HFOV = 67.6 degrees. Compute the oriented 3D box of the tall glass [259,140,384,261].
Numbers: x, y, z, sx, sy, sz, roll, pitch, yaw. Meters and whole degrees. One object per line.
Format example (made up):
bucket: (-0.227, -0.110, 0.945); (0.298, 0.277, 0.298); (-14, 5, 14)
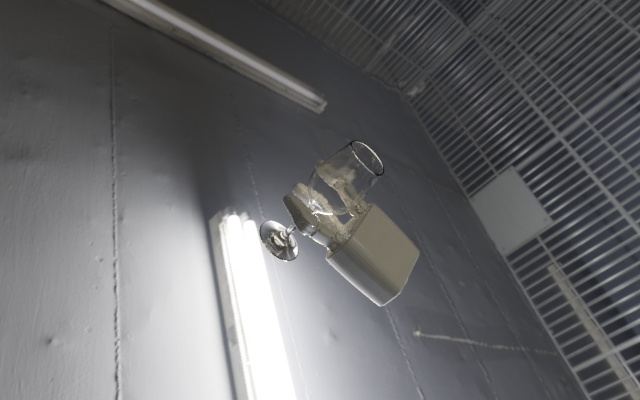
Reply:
tall glass: (0.000, 0.003, 0.685); (0.201, 0.079, 0.079); (-44, -25, 29)
